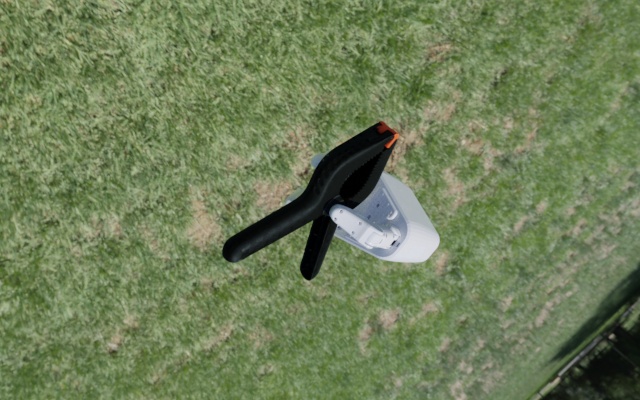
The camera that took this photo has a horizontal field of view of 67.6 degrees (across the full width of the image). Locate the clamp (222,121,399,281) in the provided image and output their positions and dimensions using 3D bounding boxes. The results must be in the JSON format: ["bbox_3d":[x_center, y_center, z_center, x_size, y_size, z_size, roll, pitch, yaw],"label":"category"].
[{"bbox_3d":[0.001,0.002,0.505,0.036,0.210,0.164,45,16,31],"label":"clamp"}]
